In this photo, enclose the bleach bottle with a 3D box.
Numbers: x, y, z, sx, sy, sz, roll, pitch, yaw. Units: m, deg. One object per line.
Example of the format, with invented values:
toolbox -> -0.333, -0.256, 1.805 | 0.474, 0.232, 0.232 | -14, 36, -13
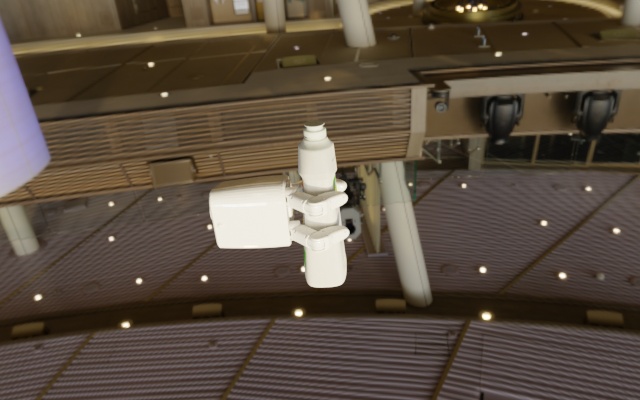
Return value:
bleach bottle -> 0.000, 0.002, 0.714 | 0.068, 0.251, 0.102 | -4, 27, 2
